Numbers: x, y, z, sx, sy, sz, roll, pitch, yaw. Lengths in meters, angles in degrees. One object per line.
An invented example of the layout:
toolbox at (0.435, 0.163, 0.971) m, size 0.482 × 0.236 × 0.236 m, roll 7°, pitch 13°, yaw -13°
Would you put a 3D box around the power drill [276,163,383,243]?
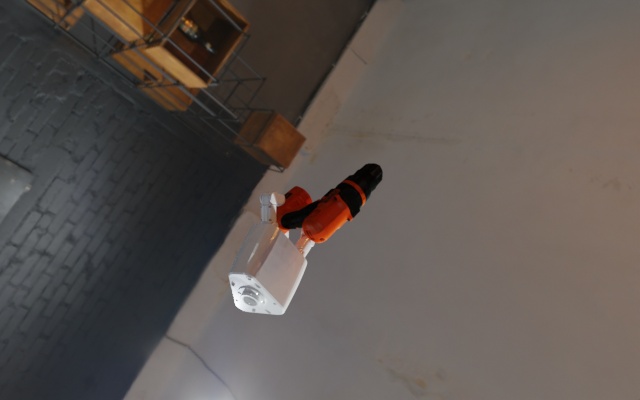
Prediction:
power drill at (0.000, 0.003, 0.821) m, size 0.184 × 0.057 × 0.187 m, roll -41°, pitch 18°, yaw -32°
